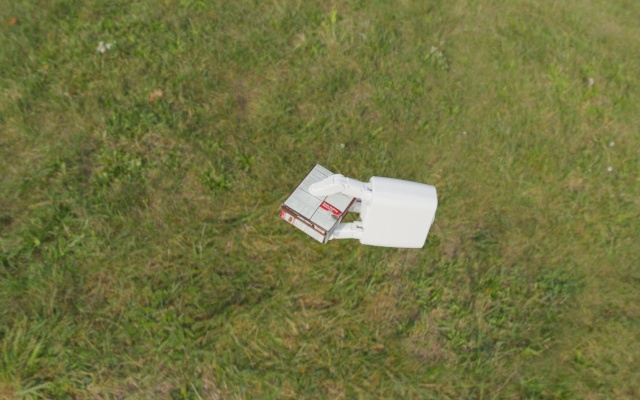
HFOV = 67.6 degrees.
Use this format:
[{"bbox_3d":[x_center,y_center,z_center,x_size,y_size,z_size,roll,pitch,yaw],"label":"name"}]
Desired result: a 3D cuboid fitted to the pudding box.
[{"bbox_3d":[0.000,0.002,0.780,0.090,0.113,0.039,31,-37,10],"label":"pudding box"}]
